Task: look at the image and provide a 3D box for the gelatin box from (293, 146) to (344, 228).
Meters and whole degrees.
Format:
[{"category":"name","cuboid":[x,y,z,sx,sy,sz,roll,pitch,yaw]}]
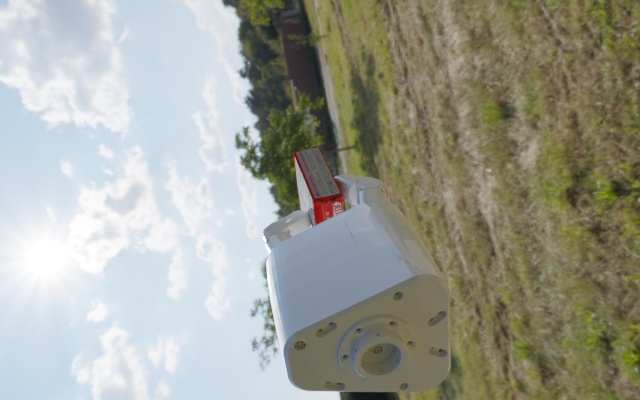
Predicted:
[{"category":"gelatin box","cuboid":[0.000,0.001,0.464,0.030,0.073,0.089,-13,38,-9]}]
